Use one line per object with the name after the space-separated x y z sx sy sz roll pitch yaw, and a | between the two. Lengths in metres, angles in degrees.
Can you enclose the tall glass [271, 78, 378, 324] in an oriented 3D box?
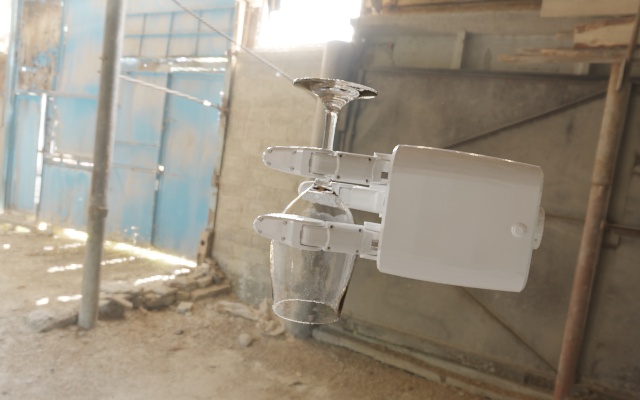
0.000 0.001 0.419 0.079 0.201 0.079 8 4 -1 | tall glass
